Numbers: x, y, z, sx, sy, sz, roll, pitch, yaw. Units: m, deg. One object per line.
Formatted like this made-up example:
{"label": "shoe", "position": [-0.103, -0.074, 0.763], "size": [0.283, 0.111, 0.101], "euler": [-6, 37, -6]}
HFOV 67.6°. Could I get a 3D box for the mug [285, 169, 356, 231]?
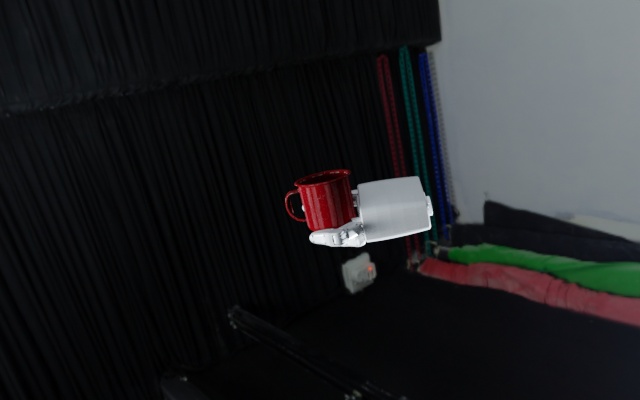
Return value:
{"label": "mug", "position": [-0.001, 0.003, 0.782], "size": [0.117, 0.081, 0.093], "euler": [-10, 14, 9]}
